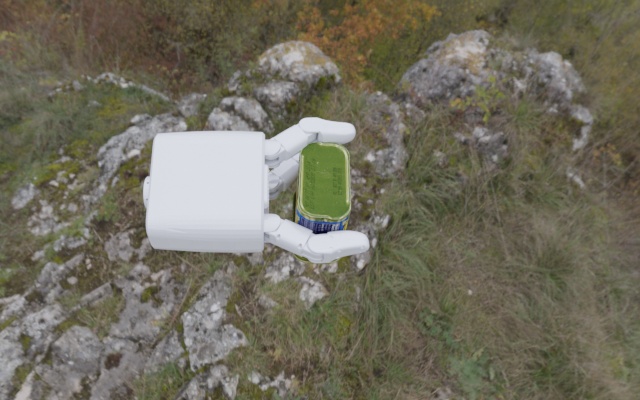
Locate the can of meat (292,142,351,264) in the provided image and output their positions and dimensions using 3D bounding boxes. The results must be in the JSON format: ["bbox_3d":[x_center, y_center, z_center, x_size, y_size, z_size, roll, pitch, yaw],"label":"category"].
[{"bbox_3d":[0.000,0.002,0.498,0.057,0.102,0.084,3,-36,-4],"label":"can of meat"}]
